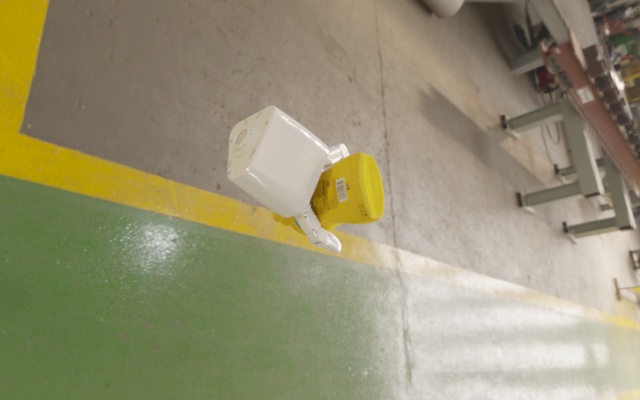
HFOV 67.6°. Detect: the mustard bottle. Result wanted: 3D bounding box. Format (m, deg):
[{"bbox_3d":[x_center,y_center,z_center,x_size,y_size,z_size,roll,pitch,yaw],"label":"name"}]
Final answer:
[{"bbox_3d":[0.001,0.002,0.706,0.191,0.096,0.058,-18,-15,38],"label":"mustard bottle"}]
